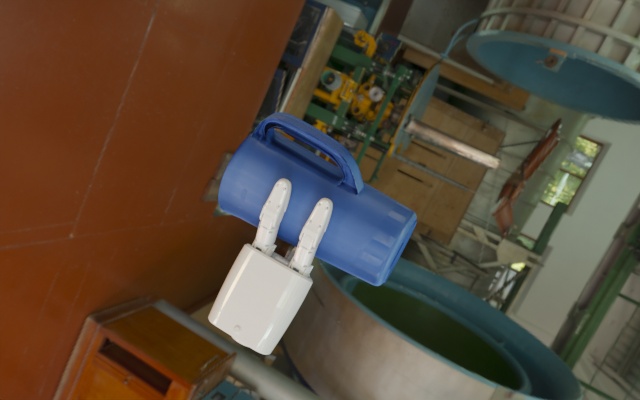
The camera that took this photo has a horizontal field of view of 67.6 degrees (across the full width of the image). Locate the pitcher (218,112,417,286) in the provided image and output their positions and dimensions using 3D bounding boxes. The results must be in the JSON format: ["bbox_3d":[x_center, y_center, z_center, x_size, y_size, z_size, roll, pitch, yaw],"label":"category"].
[{"bbox_3d":[0.000,0.002,0.626,0.243,0.145,0.149,28,-6,13],"label":"pitcher"}]
